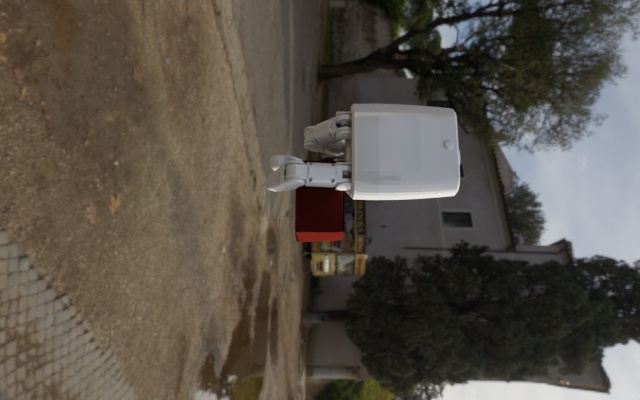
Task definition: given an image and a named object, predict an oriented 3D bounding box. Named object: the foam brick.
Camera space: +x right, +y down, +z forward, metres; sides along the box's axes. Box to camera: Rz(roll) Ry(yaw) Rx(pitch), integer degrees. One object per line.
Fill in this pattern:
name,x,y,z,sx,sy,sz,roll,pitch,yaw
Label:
foam brick,0.000,0.002,0.505,0.051,0.078,0.053,1,-14,0
